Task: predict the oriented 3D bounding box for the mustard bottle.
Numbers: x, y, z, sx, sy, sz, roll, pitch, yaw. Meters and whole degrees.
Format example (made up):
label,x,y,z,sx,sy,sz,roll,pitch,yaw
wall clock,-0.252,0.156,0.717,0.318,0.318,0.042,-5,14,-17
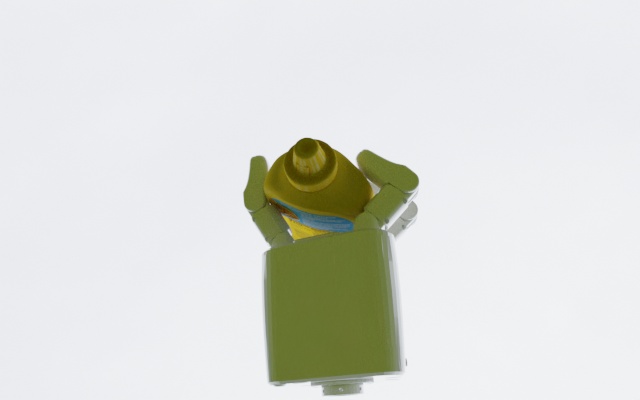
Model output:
label,x,y,z,sx,sy,sz,roll,pitch,yaw
mustard bottle,0.000,0.001,0.427,0.096,0.058,0.192,17,-20,14
